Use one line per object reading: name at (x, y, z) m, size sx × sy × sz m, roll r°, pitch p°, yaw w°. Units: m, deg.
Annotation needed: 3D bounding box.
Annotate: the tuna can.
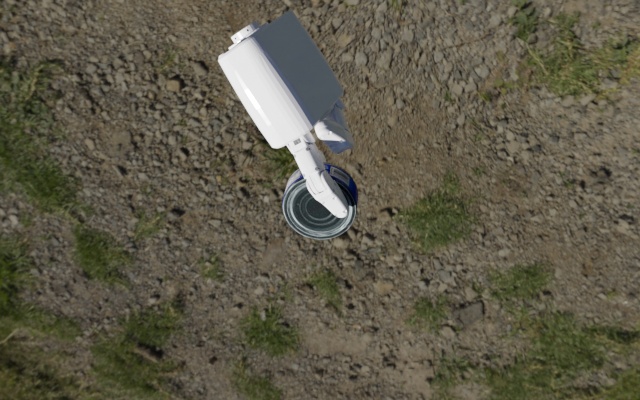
tuna can at (0.000, 0.002, 0.546) m, size 0.086 × 0.086 × 0.033 m, roll 0°, pitch 30°, yaw 6°
